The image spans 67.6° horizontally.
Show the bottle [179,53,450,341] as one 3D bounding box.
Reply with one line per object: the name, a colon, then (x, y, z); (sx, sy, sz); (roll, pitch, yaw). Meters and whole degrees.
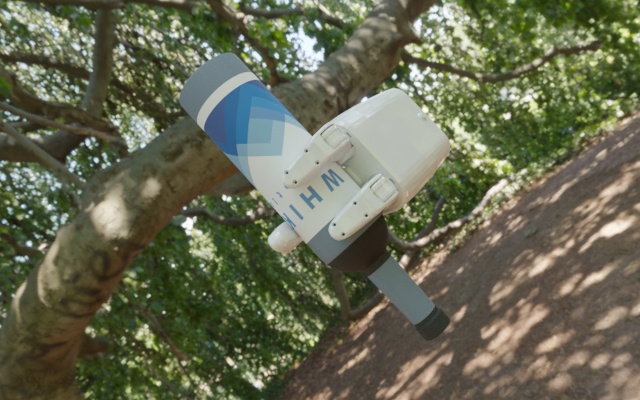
bottle: (0.000, 0.001, 0.414); (0.069, 0.295, 0.069); (-42, -4, -4)
